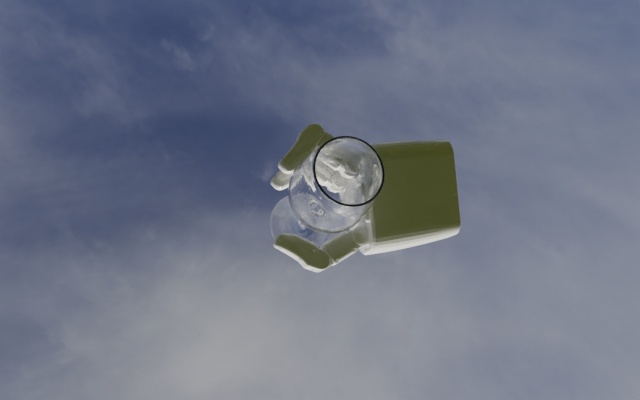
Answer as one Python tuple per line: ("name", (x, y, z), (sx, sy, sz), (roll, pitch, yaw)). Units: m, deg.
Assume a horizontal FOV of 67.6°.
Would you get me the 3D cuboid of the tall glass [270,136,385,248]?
("tall glass", (0.000, 0.002, 0.483), (0.079, 0.079, 0.201), (0, -15, -14))
